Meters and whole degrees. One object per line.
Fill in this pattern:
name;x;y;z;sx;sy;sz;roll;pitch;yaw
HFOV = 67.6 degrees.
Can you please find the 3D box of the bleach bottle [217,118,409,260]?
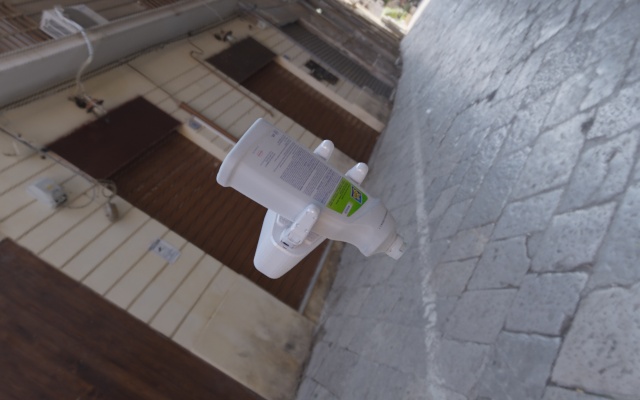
bleach bottle;0.000;0.002;0.614;0.251;0.102;0.068;34;-36;-4
